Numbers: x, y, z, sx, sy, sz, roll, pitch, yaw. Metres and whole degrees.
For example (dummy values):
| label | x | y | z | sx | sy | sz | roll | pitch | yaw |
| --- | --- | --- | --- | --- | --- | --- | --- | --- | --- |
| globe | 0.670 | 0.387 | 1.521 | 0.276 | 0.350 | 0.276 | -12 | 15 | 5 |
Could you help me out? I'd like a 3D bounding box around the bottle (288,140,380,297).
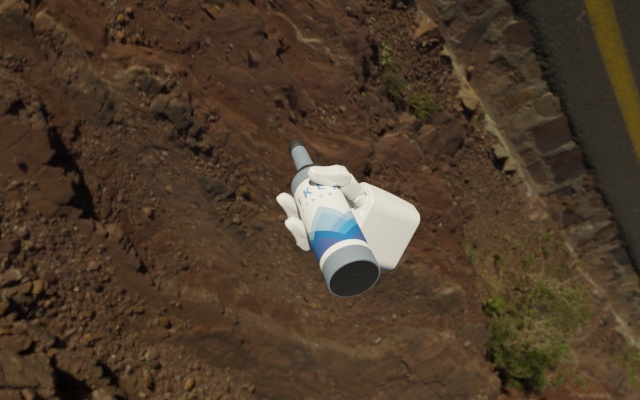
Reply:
| label | x | y | z | sx | sy | sz | roll | pitch | yaw |
| --- | --- | --- | --- | --- | --- | --- | --- | --- | --- |
| bottle | 0.000 | 0.002 | 0.672 | 0.069 | 0.069 | 0.295 | 0 | 38 | -20 |
